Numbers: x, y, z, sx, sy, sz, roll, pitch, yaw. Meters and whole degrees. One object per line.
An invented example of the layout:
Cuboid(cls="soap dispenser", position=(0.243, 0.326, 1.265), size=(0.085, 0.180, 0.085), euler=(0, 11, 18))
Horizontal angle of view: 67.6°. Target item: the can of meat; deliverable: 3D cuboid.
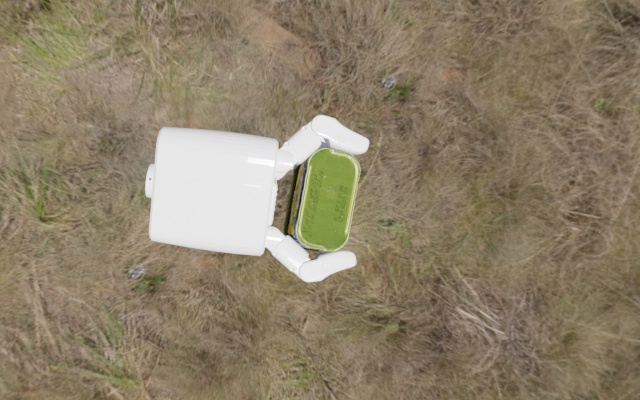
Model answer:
Cuboid(cls="can of meat", position=(0.000, 0.002, 0.483), size=(0.057, 0.102, 0.084), euler=(11, -5, -9))
